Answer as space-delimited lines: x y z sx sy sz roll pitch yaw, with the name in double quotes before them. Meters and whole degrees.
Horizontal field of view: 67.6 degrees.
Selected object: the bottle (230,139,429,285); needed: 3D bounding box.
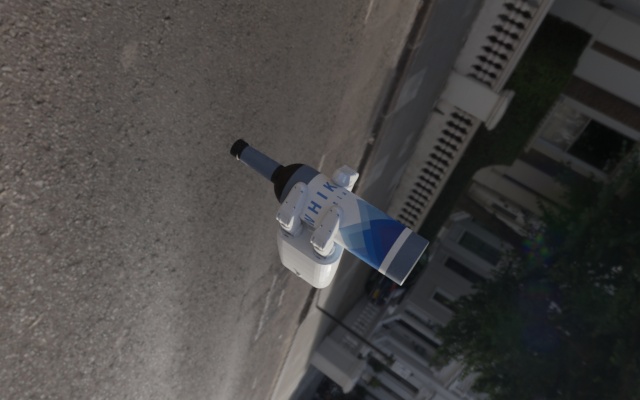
"bottle" 0.000 0.002 0.639 0.295 0.069 0.069 33 9 14
